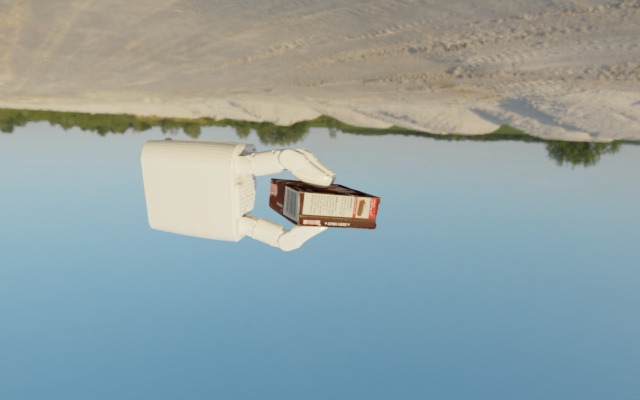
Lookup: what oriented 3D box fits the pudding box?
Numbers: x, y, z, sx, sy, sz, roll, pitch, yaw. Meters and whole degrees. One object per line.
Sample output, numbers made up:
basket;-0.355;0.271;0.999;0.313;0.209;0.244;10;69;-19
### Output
pudding box;0.000;0.002;0.524;0.090;0.039;0.113;3;10;-21
